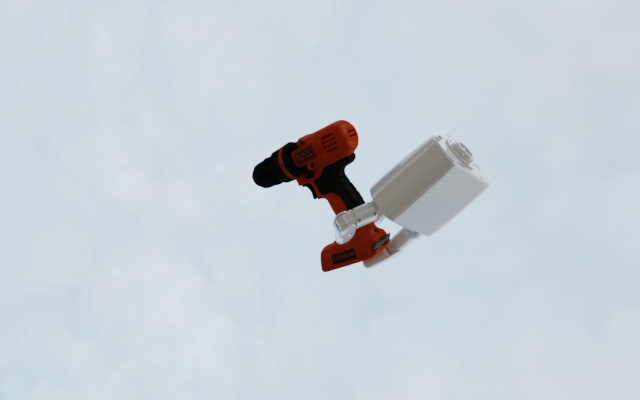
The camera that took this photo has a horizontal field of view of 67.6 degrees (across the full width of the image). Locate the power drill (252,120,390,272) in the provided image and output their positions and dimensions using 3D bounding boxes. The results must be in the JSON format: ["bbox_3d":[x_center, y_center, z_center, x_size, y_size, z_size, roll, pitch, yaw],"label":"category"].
[{"bbox_3d":[0.001,0.002,0.664,0.184,0.187,0.057,-22,6,39],"label":"power drill"}]
